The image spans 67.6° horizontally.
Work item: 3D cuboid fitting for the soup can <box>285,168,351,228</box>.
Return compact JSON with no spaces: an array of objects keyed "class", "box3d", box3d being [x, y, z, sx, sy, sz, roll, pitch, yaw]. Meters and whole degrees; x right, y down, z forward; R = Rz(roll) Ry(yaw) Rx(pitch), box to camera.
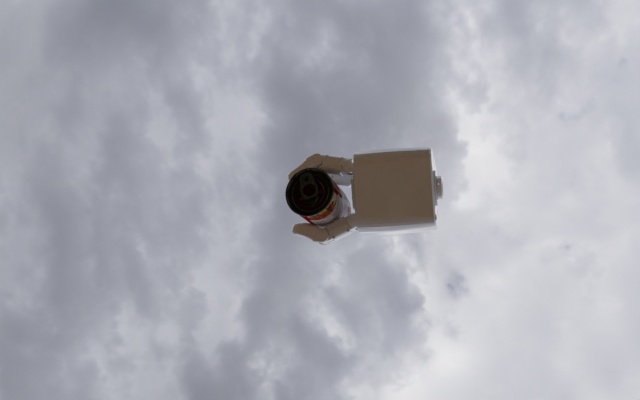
[{"class":"soup can","box3d":[0.000,0.002,0.679,0.068,0.068,0.102,0,-16,18]}]
